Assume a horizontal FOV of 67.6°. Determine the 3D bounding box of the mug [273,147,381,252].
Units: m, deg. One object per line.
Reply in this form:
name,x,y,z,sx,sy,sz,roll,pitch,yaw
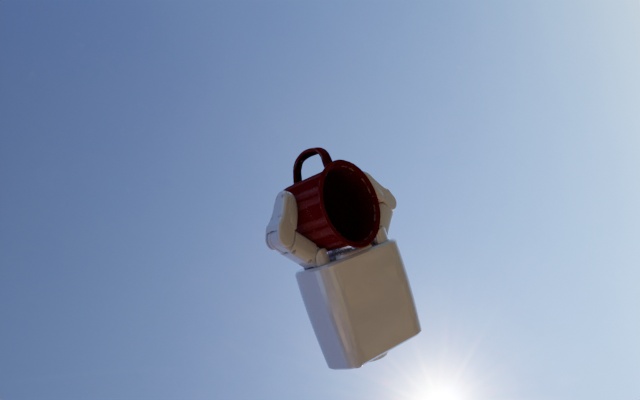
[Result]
mug,-0.001,0.000,0.511,0.081,0.117,0.093,-21,-5,41
